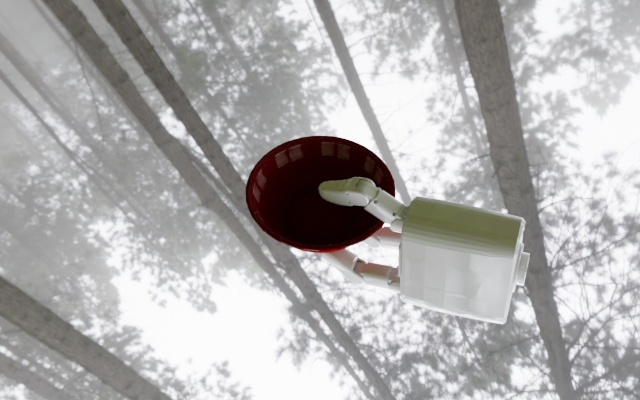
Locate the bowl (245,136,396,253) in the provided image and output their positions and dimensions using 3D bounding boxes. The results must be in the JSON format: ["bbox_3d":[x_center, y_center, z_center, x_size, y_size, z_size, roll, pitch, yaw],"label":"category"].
[{"bbox_3d":[-0.001,0.001,0.534,0.162,0.162,0.055,0,-39,0],"label":"bowl"}]
